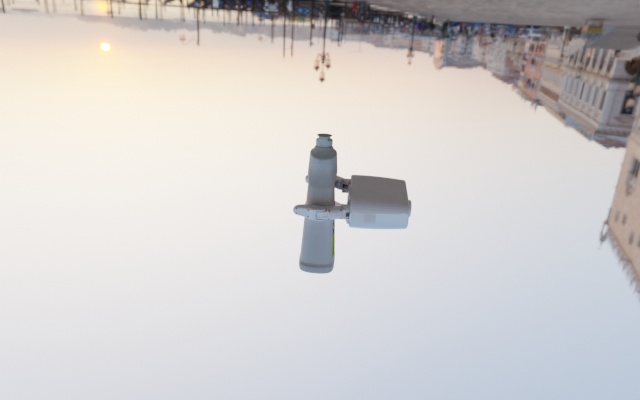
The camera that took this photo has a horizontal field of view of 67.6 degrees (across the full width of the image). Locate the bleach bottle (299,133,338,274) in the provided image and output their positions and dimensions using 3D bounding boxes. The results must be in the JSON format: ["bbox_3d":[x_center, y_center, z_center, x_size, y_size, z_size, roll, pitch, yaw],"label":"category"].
[{"bbox_3d":[0.000,0.003,0.891,0.068,0.251,0.102,4,20,2],"label":"bleach bottle"}]
